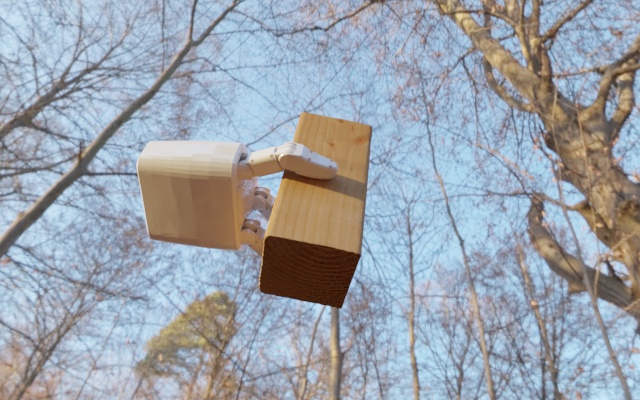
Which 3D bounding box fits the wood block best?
[{"bbox_3d":[0.000,0.001,0.528,0.090,0.091,0.206,12,44,-1],"label":"wood block"}]
